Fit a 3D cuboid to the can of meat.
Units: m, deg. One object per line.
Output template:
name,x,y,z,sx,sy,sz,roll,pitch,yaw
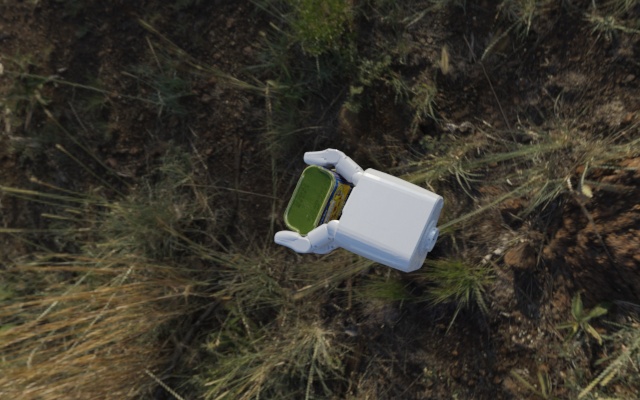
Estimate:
can of meat,0.000,0.002,0.686,0.057,0.102,0.084,26,7,23
